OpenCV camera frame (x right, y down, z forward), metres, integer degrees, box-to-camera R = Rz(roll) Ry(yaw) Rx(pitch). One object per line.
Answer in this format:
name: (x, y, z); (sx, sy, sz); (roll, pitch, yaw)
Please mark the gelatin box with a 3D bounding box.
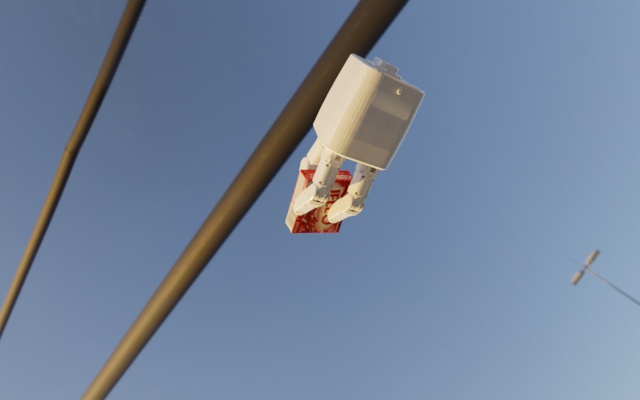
gelatin box: (0.000, 0.002, 0.641); (0.073, 0.089, 0.030); (1, 34, -28)
